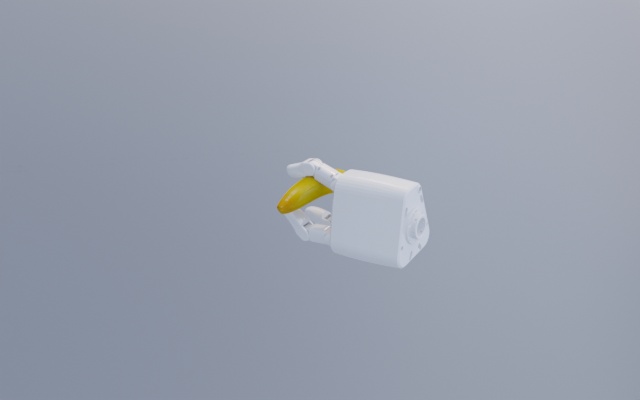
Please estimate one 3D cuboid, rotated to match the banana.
[{"bbox_3d":[0.007,-0.015,0.723,0.037,0.069,0.198,23,13,29],"label":"banana"}]
